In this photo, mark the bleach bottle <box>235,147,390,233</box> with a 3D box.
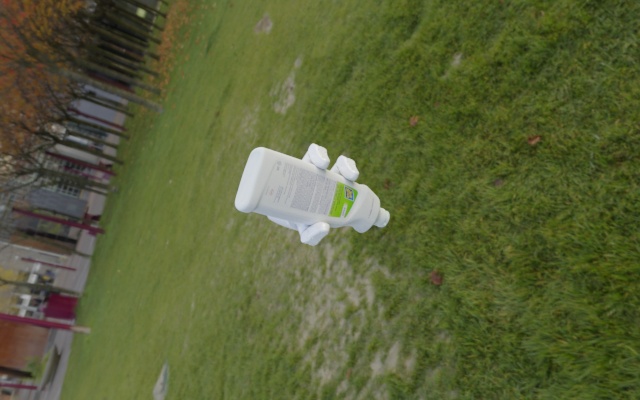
[{"bbox_3d":[0.000,0.002,0.753,0.251,0.102,0.068,19,-5,-27],"label":"bleach bottle"}]
